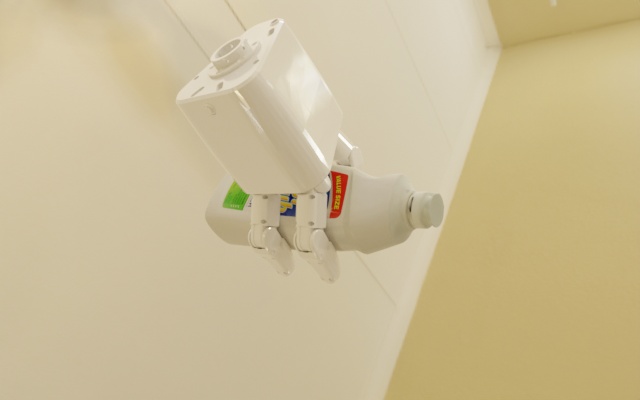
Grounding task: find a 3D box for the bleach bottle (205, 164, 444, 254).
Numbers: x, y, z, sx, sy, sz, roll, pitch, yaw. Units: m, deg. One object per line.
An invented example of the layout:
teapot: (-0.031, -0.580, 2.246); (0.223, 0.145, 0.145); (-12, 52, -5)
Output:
bleach bottle: (0.000, 0.002, 0.469); (0.251, 0.102, 0.068); (0, -40, 39)
